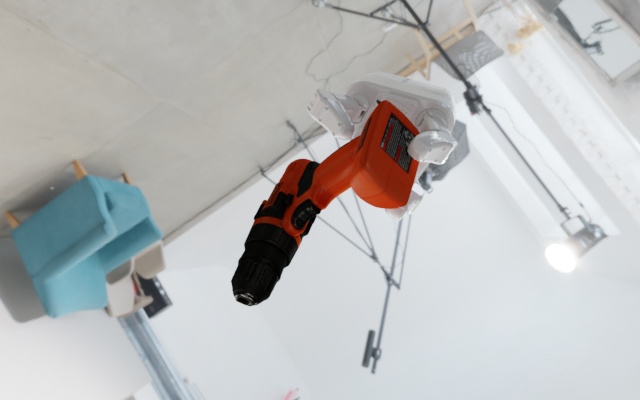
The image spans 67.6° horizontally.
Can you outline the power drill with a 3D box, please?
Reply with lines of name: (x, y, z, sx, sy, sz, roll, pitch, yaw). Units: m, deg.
power drill: (0.000, 0.001, 0.443, 0.057, 0.184, 0.188, 40, -44, -21)
